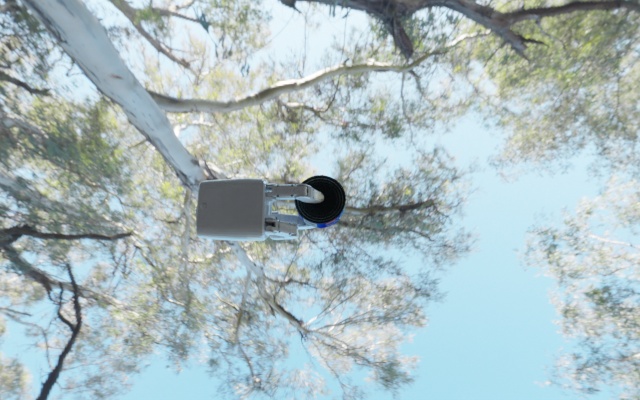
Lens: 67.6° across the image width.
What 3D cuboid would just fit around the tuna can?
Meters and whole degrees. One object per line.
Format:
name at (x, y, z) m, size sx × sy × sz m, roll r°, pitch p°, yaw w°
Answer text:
tuna can at (0.000, 0.003, 0.806) m, size 0.086 × 0.086 × 0.034 m, roll 0°, pitch -19°, yaw 3°
